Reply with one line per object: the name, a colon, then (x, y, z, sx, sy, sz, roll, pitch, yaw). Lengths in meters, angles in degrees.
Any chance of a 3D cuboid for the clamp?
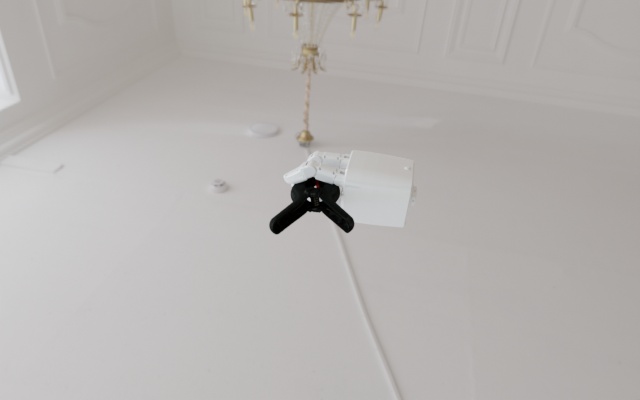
clamp: (0.000, 0.003, 0.734, 0.120, 0.039, 0.171, 8, 33, 8)
